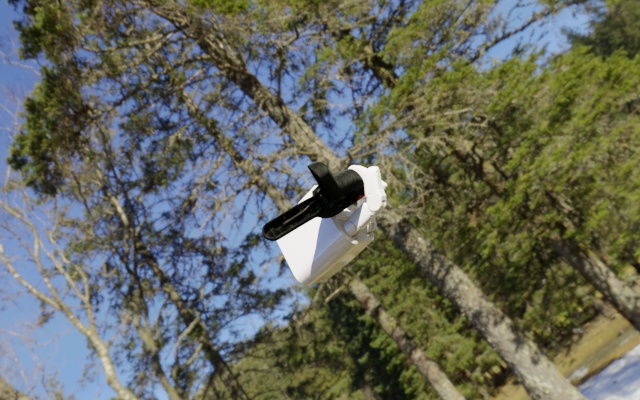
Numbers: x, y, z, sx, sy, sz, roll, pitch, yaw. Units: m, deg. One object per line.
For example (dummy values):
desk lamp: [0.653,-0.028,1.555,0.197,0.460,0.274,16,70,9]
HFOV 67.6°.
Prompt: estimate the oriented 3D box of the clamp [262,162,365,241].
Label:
clamp: [0.000,0.001,0.610,0.120,0.039,0.171,-43,-20,22]
